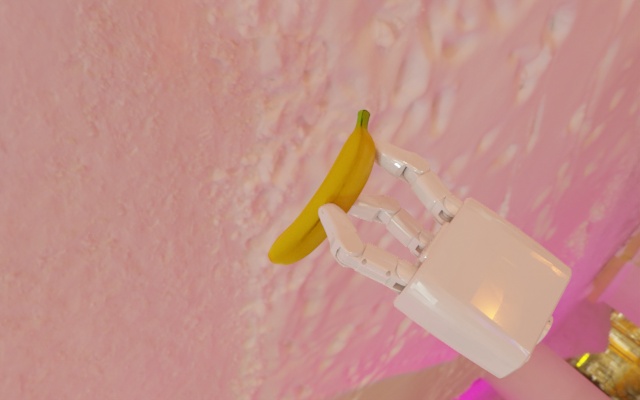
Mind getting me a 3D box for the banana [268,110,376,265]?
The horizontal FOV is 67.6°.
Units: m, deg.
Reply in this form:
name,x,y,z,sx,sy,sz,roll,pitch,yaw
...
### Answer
name,x,y,z,sx,sy,sz,roll,pitch,yaw
banana,0.001,0.007,0.472,0.037,0.198,0.069,30,24,-12
